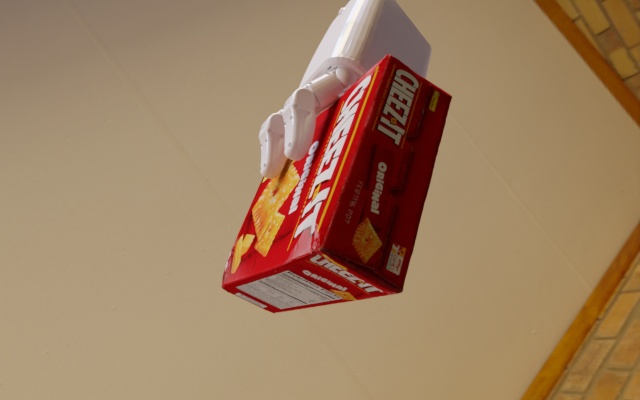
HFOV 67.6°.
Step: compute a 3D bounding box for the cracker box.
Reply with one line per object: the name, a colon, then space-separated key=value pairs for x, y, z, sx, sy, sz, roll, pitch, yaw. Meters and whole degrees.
cracker box: x=0.000 y=0.001 z=0.407 sx=0.072 sy=0.164 sz=0.214 roll=28 pitch=-26 yaw=-18
